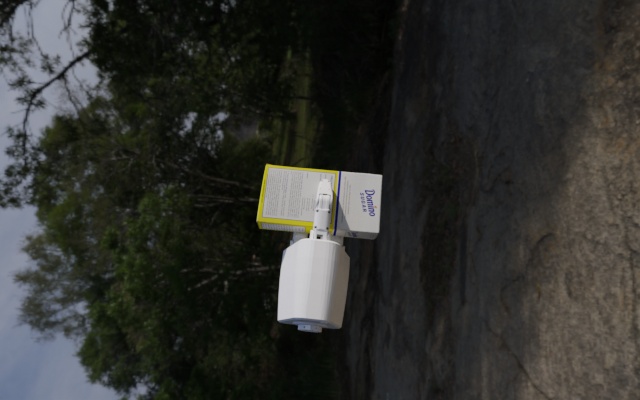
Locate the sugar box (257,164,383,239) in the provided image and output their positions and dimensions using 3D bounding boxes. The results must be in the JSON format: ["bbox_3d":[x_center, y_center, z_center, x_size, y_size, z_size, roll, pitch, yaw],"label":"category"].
[{"bbox_3d":[0.000,0.003,0.708,0.176,0.093,0.048,7,-19,-2],"label":"sugar box"}]
